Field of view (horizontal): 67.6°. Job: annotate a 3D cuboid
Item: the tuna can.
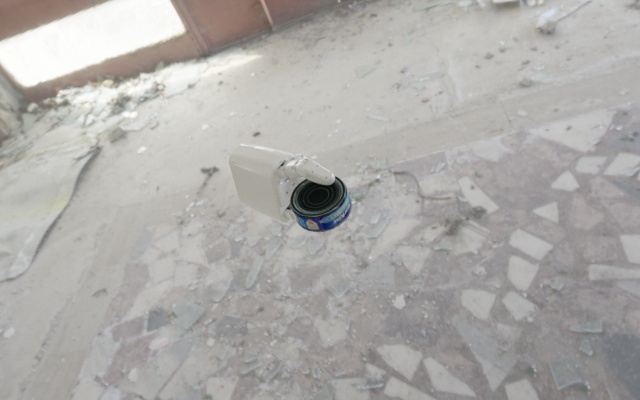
[{"bbox_3d":[0.000,0.002,0.687,0.086,0.086,0.034,0,-41,20],"label":"tuna can"}]
